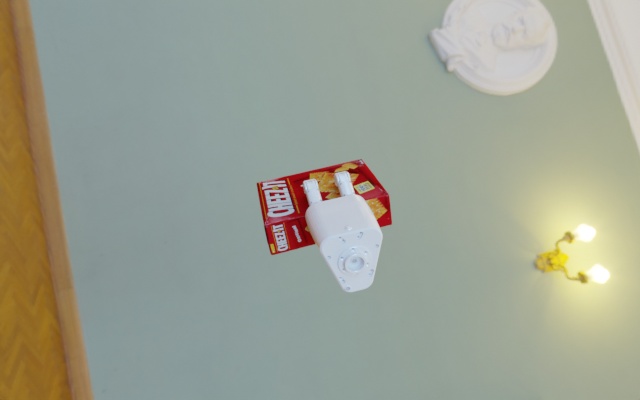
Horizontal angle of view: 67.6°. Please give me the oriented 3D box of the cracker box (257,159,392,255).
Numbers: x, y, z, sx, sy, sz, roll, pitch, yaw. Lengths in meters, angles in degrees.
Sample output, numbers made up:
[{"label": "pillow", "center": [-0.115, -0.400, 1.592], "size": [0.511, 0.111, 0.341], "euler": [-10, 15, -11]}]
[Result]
[{"label": "cracker box", "center": [0.000, 0.003, 0.857], "size": [0.213, 0.072, 0.164], "euler": [-13, 29, -6]}]
